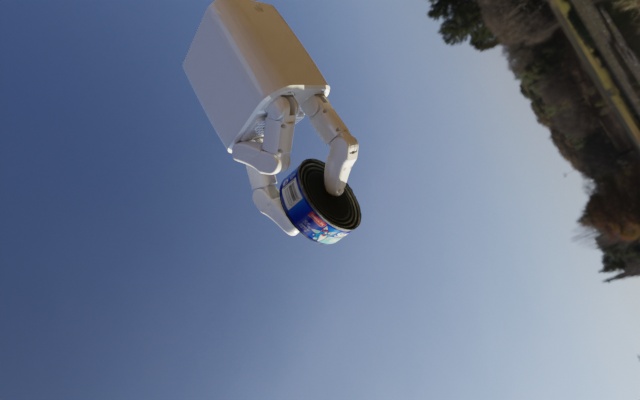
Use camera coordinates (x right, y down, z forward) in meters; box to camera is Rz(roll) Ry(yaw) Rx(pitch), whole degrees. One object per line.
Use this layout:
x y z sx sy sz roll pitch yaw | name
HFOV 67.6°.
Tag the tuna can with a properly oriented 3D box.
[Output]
0.000 0.002 0.484 0.034 0.086 0.086 -39 -22 30 | tuna can
